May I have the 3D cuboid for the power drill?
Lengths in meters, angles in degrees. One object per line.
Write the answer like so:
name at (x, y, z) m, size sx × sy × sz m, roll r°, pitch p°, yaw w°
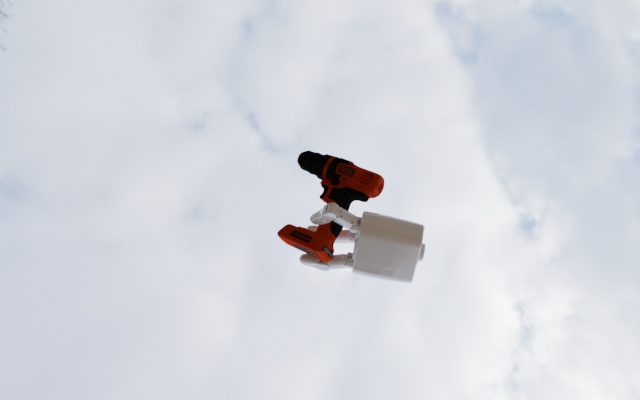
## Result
power drill at (0.000, 0.003, 0.873) m, size 0.184 × 0.187 × 0.057 m, roll 22°, pitch -15°, yaw 30°
